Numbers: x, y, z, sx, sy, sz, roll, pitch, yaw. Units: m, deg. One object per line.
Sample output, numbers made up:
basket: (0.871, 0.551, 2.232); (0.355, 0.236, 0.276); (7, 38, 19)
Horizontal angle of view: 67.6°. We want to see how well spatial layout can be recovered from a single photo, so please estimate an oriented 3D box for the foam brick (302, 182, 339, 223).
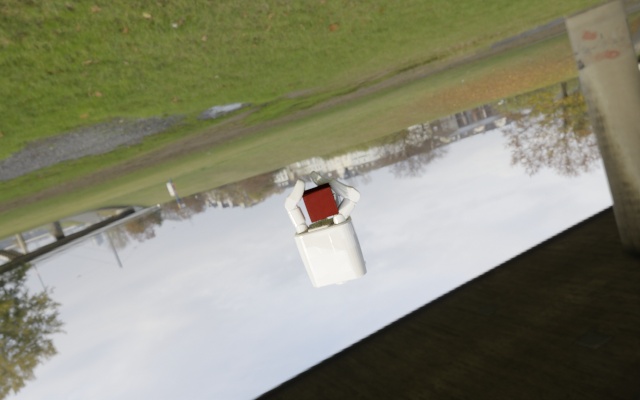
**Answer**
foam brick: (0.000, 0.003, 0.851); (0.053, 0.051, 0.078); (-18, 7, 2)
